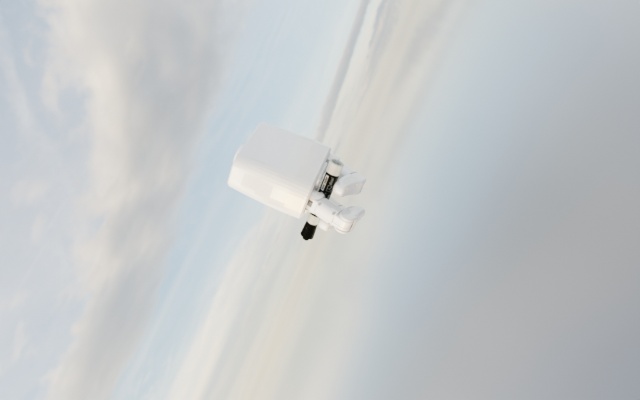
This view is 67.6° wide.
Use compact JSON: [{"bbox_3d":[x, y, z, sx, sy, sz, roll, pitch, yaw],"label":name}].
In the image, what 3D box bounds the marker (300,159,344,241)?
[{"bbox_3d":[0.000,0.002,0.624,0.020,0.121,0.020,18,27,-9],"label":"marker"}]
